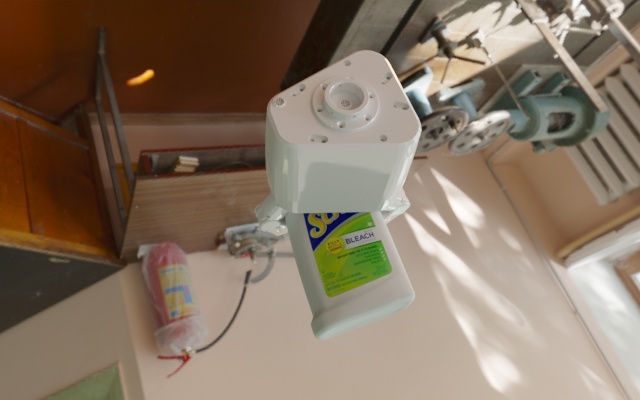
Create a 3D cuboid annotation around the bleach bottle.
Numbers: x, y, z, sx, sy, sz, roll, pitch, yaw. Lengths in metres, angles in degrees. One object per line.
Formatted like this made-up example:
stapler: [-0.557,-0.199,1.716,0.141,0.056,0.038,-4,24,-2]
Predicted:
bleach bottle: [0.000,0.002,0.483,0.102,0.250,0.068,-18,-23,-10]
